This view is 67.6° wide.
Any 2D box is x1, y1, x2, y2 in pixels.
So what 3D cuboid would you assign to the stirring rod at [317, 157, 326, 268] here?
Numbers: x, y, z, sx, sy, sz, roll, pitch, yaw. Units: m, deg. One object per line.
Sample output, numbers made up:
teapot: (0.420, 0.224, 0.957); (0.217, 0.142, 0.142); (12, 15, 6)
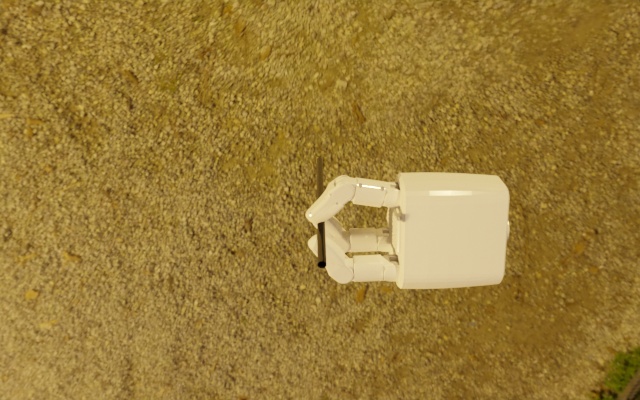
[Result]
stirring rod: (0.000, 0.002, 0.533); (0.011, 0.011, 0.239); (0, 28, -1)
